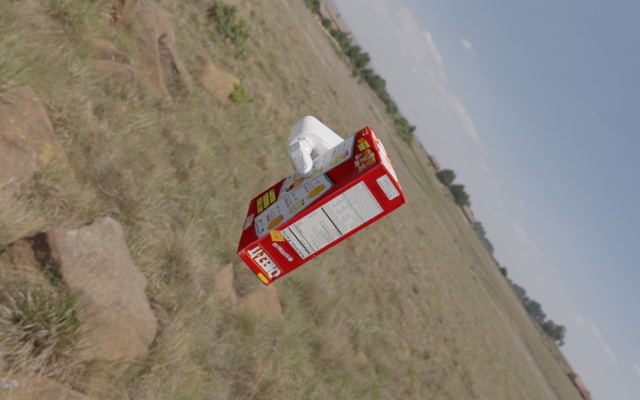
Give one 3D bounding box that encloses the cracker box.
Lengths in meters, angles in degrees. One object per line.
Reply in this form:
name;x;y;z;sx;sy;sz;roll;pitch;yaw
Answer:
cracker box;0.000;0.002;0.647;0.214;0.072;0.164;-32;21;13
